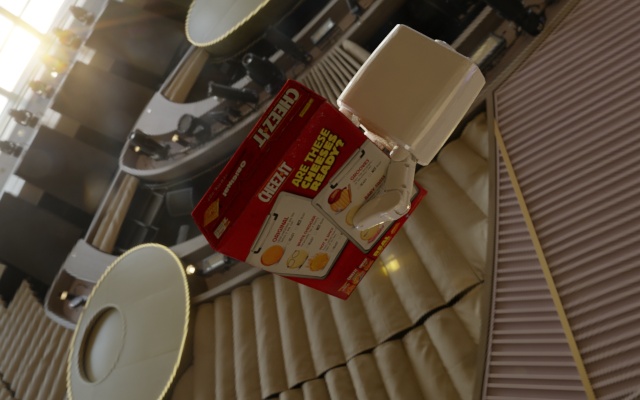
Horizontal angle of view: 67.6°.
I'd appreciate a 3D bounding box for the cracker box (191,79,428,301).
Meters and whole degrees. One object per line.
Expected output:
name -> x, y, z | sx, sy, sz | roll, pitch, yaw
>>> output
cracker box -> 0.000, 0.002, 0.502 | 0.214, 0.164, 0.072 | 32, 7, -47
